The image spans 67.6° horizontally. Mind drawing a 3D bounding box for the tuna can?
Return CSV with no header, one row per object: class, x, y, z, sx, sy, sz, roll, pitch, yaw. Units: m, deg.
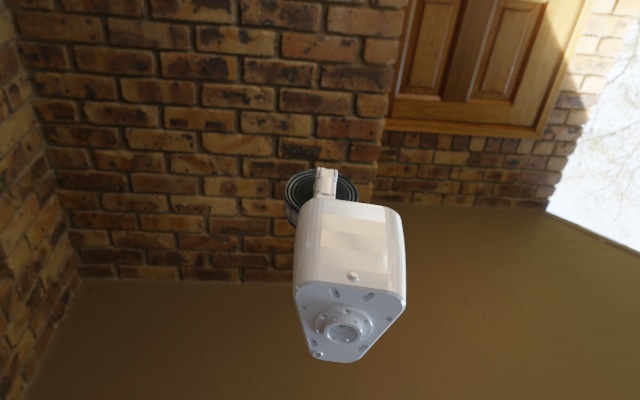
tuna can,0.000,0.002,0.559,0.086,0.034,0.086,4,41,-3
